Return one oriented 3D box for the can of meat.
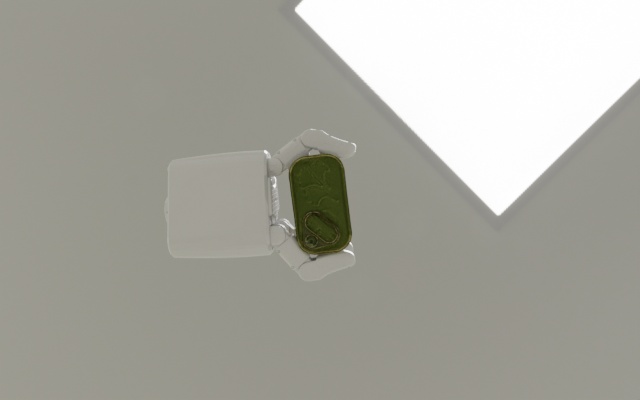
[{"bbox_3d":[0.000,0.002,0.525,0.057,0.102,0.084,-7,3,1],"label":"can of meat"}]
